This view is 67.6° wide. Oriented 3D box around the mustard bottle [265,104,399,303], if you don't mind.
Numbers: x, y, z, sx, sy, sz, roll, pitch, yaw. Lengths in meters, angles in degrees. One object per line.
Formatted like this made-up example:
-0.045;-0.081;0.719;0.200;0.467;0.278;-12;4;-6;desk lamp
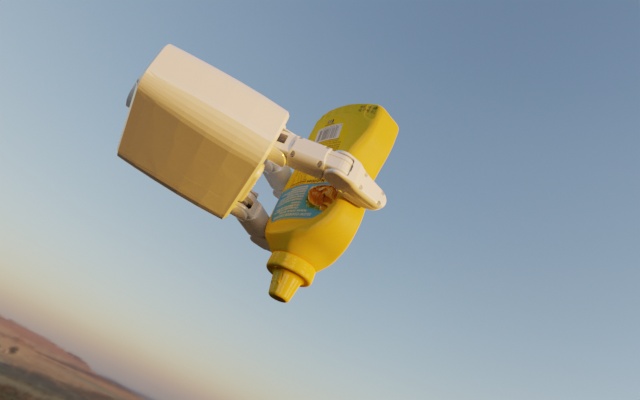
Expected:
0.000;0.001;0.429;0.096;0.191;0.058;-7;-41;45;mustard bottle
